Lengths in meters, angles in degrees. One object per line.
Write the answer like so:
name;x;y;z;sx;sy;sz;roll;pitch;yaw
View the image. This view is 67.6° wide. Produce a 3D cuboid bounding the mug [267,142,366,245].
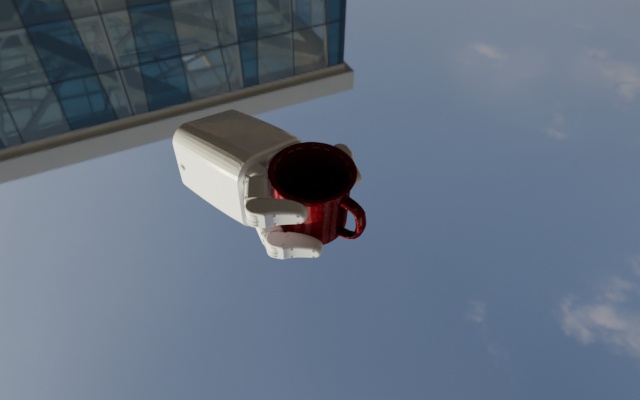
mug;0.001;0.002;0.519;0.117;0.082;0.093;30;53;23
